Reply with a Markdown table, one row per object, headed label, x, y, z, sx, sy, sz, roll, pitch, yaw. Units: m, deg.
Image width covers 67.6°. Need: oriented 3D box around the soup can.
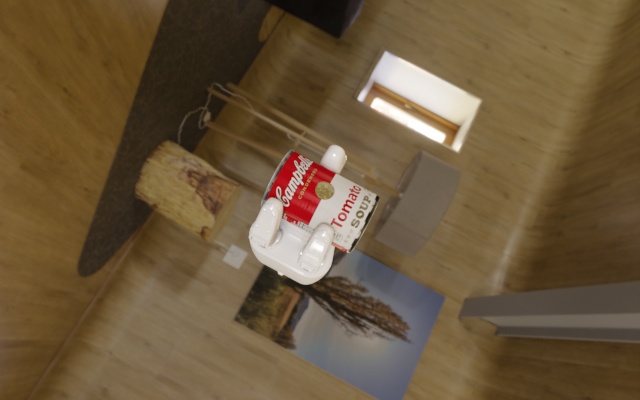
| label | x | y | z | sx | sy | sz | roll | pitch | yaw |
| --- | --- | --- | --- | --- | --- | --- | --- | --- | --- |
| soup can | 0.000 | 0.002 | 0.485 | 0.102 | 0.068 | 0.068 | 28 | 1 | 3 |
